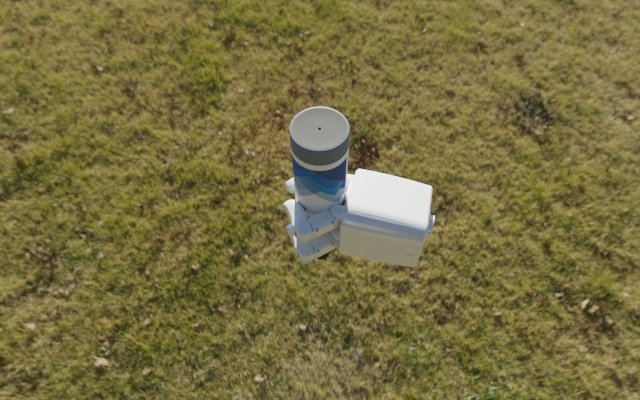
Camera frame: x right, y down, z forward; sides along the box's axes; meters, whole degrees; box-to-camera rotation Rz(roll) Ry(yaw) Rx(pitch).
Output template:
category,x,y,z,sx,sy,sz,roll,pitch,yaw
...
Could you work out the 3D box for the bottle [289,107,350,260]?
category,x,y,z,sx,sy,sz,roll,pitch,yaw
bottle,0.000,0.002,0.644,0.069,0.069,0.296,0,-33,0
